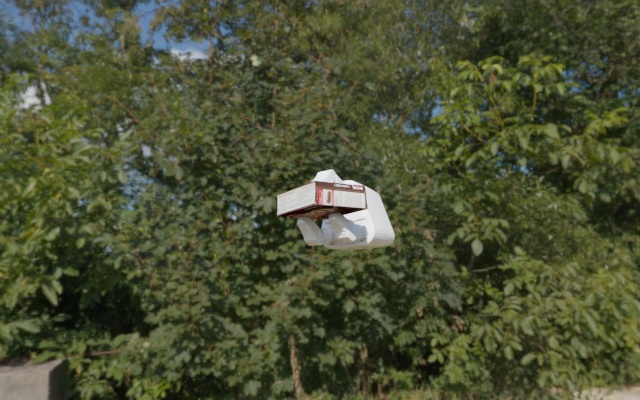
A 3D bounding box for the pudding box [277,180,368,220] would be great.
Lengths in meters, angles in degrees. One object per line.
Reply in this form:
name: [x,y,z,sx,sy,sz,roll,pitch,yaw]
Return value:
pudding box: [0.000,0.002,0.702,0.090,0.039,0.113,4,-14,-32]
